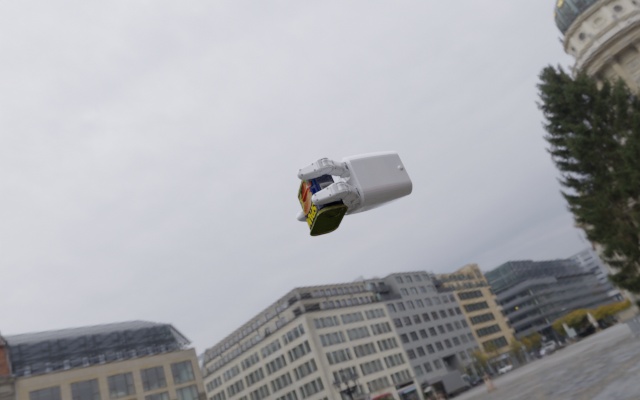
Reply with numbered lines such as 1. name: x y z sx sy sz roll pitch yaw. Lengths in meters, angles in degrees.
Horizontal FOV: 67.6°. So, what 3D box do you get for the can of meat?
1. can of meat: 0.000 0.003 0.849 0.057 0.084 0.102 -13 -26 -19
